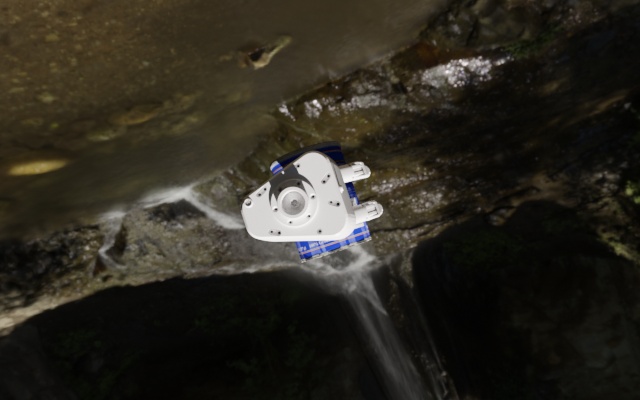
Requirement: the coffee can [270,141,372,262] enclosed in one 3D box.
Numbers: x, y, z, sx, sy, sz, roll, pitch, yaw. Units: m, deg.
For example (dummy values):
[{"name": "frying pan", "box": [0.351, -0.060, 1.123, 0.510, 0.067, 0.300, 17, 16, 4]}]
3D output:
[{"name": "coffee can", "box": [0.000, 0.002, 0.656, 0.103, 0.140, 0.103, -18, -5, -2]}]
